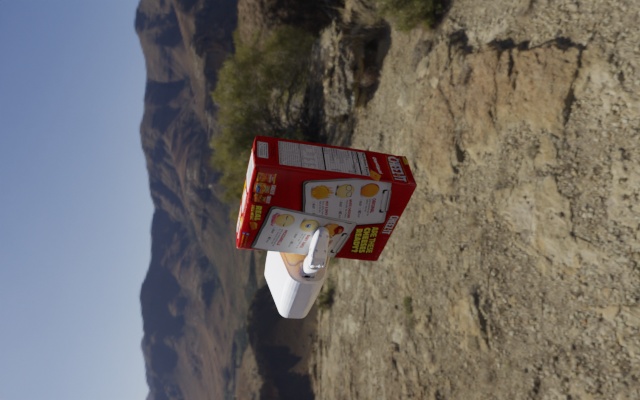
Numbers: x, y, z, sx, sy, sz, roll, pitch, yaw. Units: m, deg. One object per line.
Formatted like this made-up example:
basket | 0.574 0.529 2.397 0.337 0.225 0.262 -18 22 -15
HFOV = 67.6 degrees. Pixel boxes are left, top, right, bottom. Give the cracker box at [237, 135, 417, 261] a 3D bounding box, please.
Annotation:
cracker box | 0.000 0.002 0.665 0.214 0.072 0.164 6 -46 -14
